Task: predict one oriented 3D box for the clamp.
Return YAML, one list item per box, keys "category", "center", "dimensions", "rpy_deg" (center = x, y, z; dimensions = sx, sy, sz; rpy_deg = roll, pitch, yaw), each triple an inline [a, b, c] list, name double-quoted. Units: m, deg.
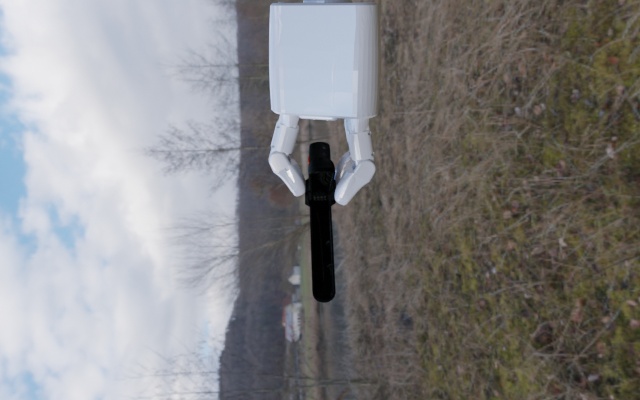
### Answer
- category: "clamp"
  center: [-0.001, 0.001, 0.550]
  dimensions: [0.036, 0.165, 0.210]
  rpy_deg: [-1, 23, -1]
